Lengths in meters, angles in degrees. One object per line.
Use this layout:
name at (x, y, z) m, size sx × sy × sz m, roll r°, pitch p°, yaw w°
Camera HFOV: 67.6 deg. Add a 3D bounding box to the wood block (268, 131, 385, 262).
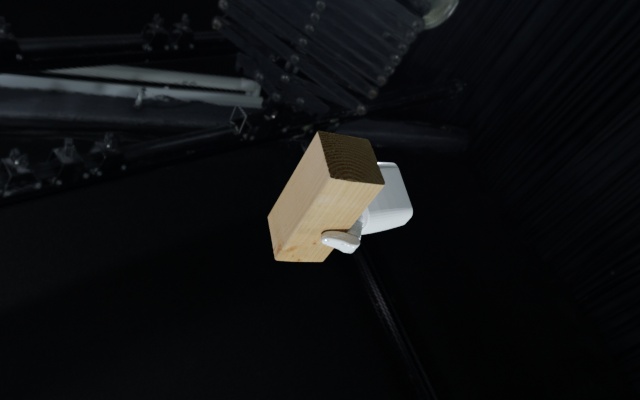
wood block at (0.000, 0.003, 0.733) m, size 0.090 × 0.090 × 0.206 m, roll 6°, pitch -40°, yaw -27°
